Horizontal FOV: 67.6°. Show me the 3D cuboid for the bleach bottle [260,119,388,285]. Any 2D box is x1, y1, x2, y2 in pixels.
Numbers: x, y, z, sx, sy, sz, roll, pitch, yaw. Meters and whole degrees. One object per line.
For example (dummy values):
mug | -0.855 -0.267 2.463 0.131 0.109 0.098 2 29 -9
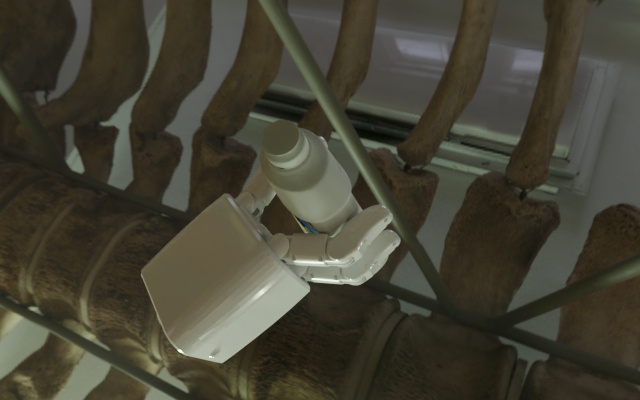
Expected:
bleach bottle | 0.000 0.001 0.438 0.068 0.102 0.251 -40 -28 -4
